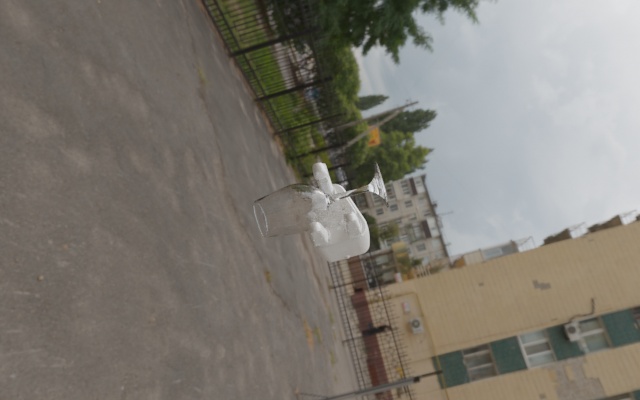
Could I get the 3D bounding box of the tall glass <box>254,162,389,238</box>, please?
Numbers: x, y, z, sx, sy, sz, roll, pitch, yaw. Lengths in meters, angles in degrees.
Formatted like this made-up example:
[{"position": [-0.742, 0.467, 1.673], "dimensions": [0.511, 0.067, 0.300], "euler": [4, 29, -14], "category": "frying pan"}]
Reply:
[{"position": [0.001, 0.002, 0.750], "dimensions": [0.201, 0.079, 0.079], "euler": [-16, -1, 4], "category": "tall glass"}]
